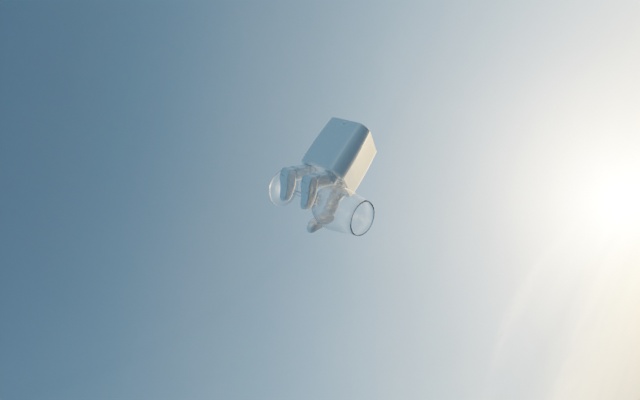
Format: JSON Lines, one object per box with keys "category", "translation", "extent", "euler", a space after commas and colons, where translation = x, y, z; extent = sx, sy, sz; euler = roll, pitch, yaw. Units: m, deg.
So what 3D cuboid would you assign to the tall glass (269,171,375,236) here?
{"category": "tall glass", "translation": [0.000, 0.003, 0.853], "extent": [0.201, 0.079, 0.079], "euler": [22, 14, 41]}
